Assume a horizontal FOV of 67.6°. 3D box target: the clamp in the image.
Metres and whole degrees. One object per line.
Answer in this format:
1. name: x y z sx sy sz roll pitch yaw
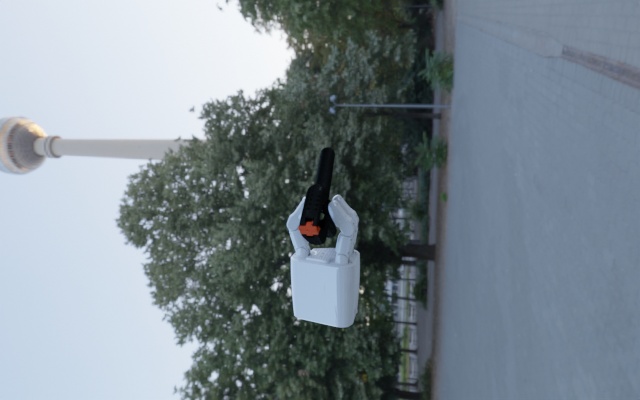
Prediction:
1. clamp: -0.001 0.003 0.767 0.036 0.164 0.210 0 10 10
